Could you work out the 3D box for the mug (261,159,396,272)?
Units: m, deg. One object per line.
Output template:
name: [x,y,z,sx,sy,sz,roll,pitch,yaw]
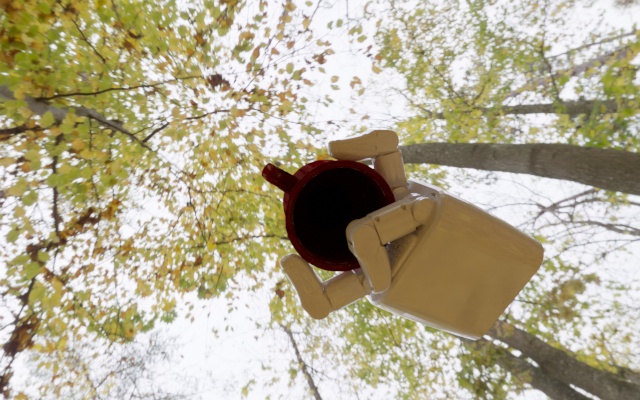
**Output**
mug: [-0.001,0.001,0.422,0.117,0.093,0.081,27,4,-14]
